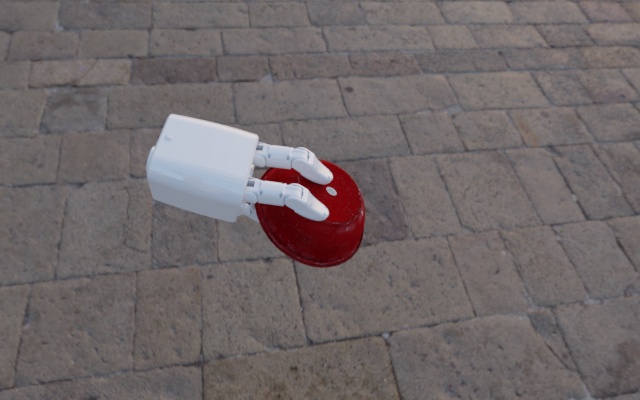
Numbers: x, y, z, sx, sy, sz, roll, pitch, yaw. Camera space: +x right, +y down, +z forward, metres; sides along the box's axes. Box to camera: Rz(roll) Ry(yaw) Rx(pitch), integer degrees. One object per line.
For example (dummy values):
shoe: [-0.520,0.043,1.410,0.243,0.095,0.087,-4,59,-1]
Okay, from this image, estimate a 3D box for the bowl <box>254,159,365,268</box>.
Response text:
bowl: [0.001,0.002,0.616,0.162,0.162,0.055,0,-29,-32]
